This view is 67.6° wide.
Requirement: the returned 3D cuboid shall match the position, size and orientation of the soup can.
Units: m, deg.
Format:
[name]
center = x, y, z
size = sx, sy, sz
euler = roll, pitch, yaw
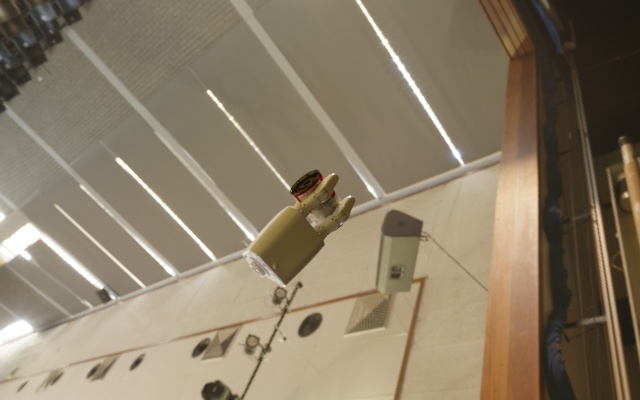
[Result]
[soup can]
center = 0.001, 0.003, 0.885
size = 0.068, 0.102, 0.068
euler = -33, 21, 15
